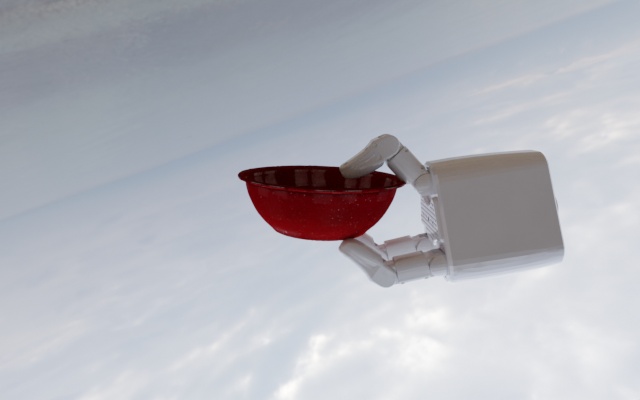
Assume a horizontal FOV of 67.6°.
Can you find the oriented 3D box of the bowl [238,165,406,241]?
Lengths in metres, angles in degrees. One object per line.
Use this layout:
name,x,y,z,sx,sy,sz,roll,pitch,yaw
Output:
bowl,-0.001,0.002,0.467,0.162,0.055,0.162,3,11,-1
